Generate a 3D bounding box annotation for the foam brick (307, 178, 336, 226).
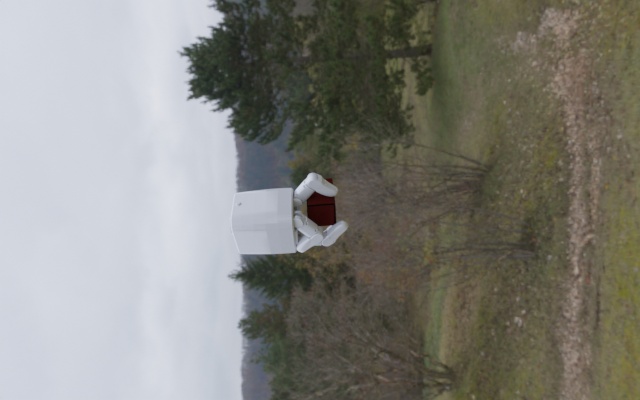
[{"bbox_3d":[0.000,0.003,0.874,0.051,0.053,0.078,-4,38,0],"label":"foam brick"}]
